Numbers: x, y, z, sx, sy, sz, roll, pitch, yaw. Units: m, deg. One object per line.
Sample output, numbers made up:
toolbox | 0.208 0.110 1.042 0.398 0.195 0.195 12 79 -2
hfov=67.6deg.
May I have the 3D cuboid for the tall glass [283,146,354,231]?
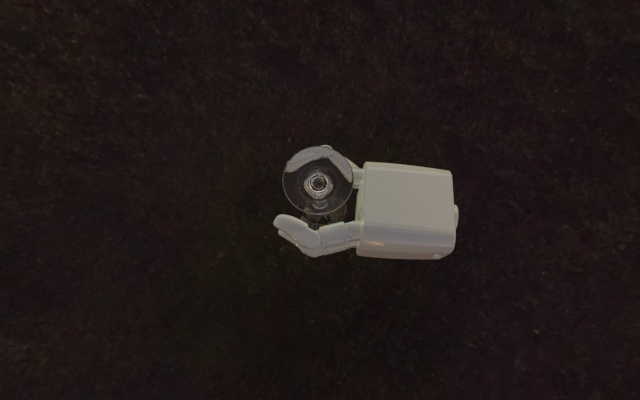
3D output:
tall glass | 0.000 0.002 0.591 0.079 0.079 0.201 0 -14 1
